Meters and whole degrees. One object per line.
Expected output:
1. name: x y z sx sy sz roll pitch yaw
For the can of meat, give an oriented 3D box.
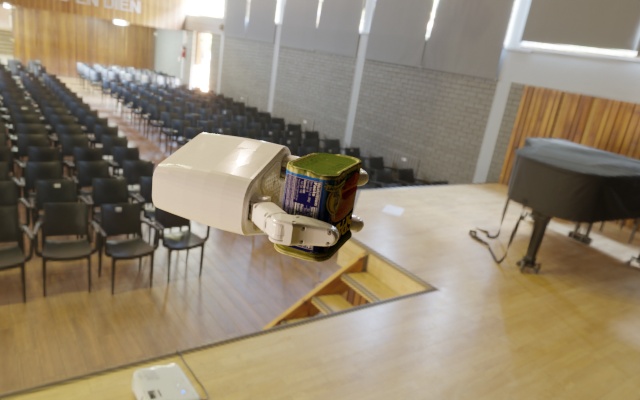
1. can of meat: 0.000 0.001 0.473 0.057 0.084 0.102 14 18 18
